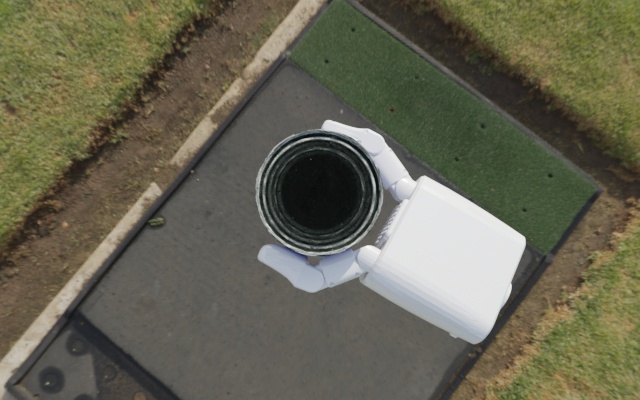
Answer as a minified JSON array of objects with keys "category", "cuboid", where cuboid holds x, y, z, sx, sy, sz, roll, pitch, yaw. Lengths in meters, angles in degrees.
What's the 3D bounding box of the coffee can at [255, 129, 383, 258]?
[{"category":"coffee can","cuboid":[0.000,0.001,0.447,0.103,0.103,0.140,0,-7,1]}]
